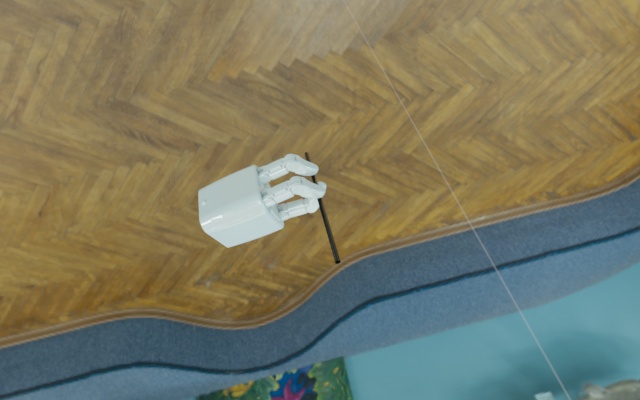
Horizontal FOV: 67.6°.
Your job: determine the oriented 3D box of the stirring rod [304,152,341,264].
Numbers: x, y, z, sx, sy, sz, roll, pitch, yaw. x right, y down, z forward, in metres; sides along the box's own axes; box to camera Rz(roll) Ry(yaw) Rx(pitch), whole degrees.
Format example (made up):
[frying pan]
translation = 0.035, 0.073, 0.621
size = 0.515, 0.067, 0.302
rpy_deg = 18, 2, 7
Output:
[stirring rod]
translation = 0.000, 0.002, 0.753
size = 0.011, 0.239, 0.011
rpy_deg = -8, -44, -8
